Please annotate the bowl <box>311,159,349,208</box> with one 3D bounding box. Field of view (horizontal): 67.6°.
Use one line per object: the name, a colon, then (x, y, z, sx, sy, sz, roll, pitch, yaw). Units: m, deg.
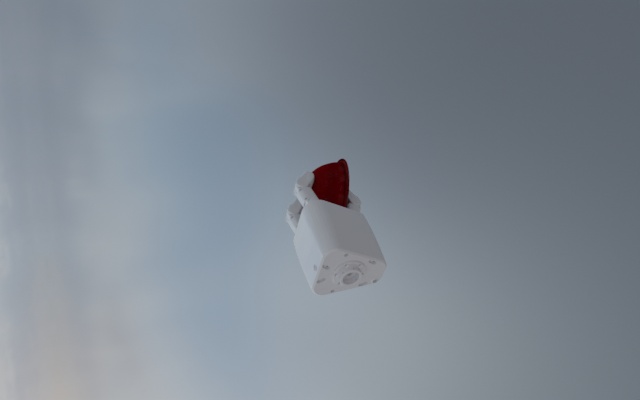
bowl: (0.000, 0.002, 0.823, 0.055, 0.162, 0.162, 10, -2, -12)
